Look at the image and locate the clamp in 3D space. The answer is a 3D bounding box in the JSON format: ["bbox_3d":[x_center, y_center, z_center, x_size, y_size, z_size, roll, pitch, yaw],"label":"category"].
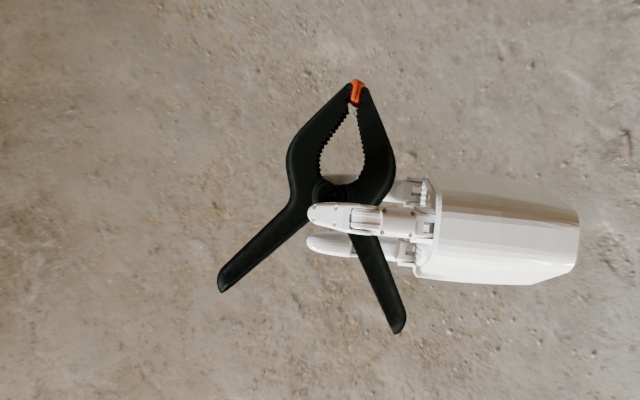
[{"bbox_3d":[0.000,0.001,0.409,0.164,0.210,0.036,6,-1,3],"label":"clamp"}]
